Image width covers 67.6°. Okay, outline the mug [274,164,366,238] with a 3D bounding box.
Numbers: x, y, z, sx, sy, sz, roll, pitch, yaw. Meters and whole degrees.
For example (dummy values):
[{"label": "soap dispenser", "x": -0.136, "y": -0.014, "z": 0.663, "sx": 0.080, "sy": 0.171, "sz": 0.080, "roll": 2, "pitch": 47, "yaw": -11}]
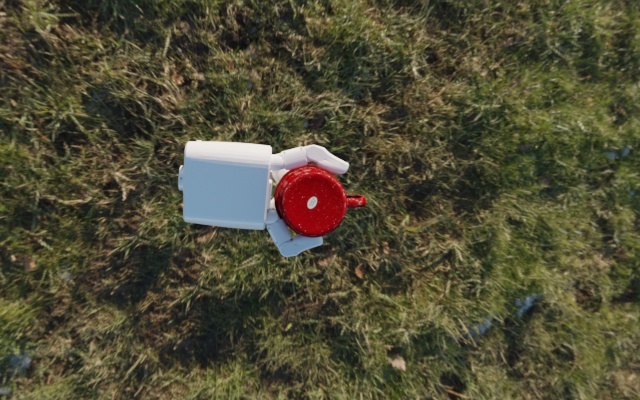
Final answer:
[{"label": "mug", "x": 0.002, "y": 0.002, "z": 0.607, "sx": 0.117, "sy": 0.093, "sz": 0.081, "roll": 3, "pitch": 5, "yaw": -6}]
